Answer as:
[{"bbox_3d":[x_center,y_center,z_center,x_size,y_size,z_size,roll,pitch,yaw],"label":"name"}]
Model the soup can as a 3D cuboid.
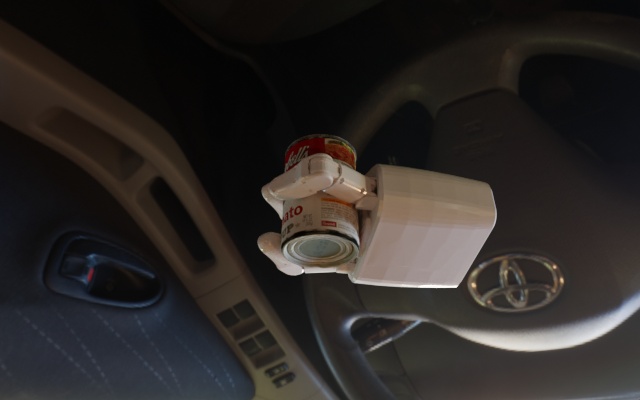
[{"bbox_3d":[0.000,0.002,0.427,0.068,0.102,0.068,0,-33,0],"label":"soup can"}]
